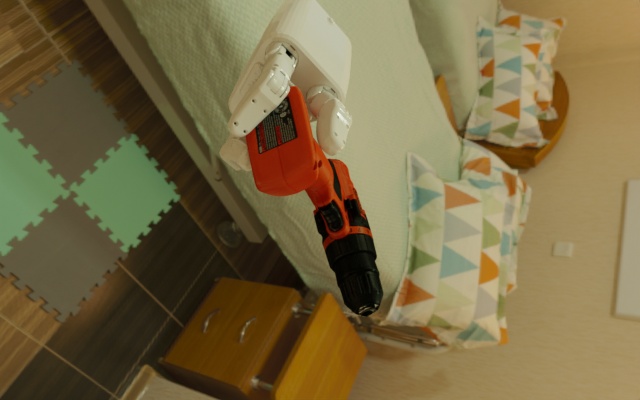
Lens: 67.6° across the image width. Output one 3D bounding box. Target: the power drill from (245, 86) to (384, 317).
[{"bbox_3d":[0.000,0.001,0.448,0.057,0.184,0.188,-23,-36,9],"label":"power drill"}]
